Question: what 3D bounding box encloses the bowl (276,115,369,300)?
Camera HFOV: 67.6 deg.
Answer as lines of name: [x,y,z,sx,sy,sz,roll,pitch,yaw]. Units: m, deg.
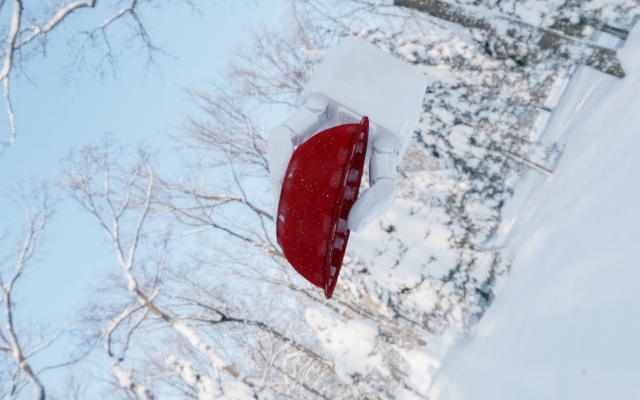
bowl: [-0.001,0.002,0.418,0.055,0.162,0.162,12,1,7]
